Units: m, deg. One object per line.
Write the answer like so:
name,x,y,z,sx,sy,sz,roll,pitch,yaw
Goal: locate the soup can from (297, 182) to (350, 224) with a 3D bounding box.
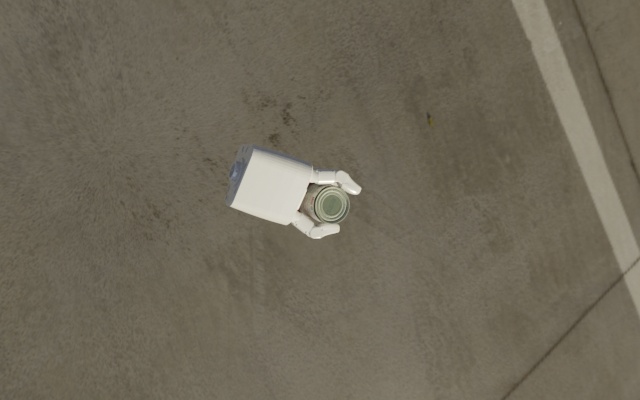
soup can,0.001,0.003,0.845,0.068,0.068,0.102,0,6,-24
